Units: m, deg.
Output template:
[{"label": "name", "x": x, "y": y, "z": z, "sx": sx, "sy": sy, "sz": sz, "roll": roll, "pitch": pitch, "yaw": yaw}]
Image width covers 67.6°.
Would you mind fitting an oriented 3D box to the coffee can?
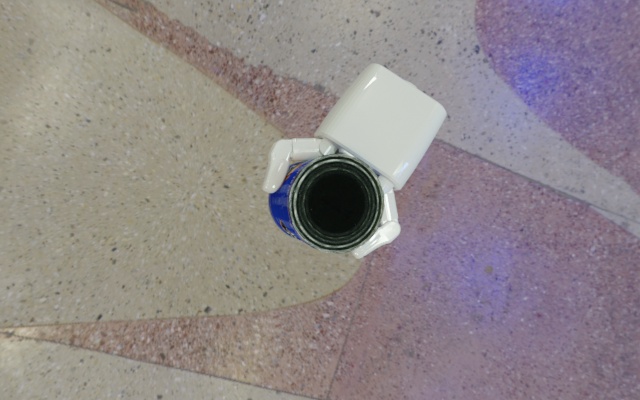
[{"label": "coffee can", "x": 0.000, "y": 0.002, "z": 0.552, "sx": 0.103, "sy": 0.103, "sz": 0.140, "roll": 0, "pitch": 1, "yaw": -15}]
